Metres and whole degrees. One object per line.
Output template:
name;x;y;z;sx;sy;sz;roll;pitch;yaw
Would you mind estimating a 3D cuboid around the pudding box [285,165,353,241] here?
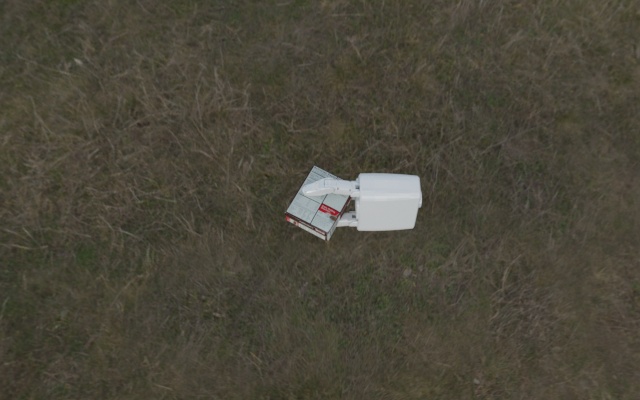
pudding box;0.000;0.003;0.862;0.090;0.113;0.039;26;-23;10
